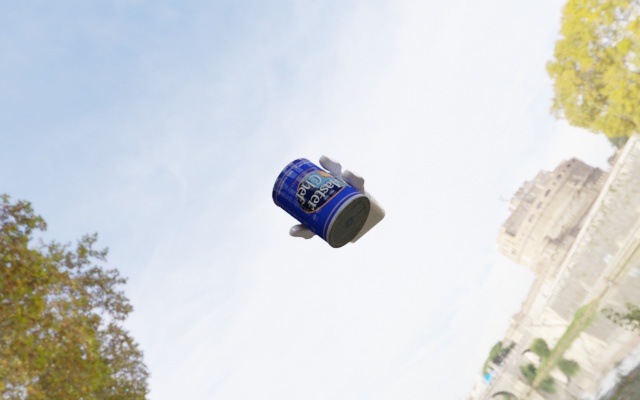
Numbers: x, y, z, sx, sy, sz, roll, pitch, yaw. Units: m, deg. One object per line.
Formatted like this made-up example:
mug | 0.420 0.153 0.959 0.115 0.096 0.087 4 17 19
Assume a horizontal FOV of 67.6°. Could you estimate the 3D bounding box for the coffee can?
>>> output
coffee can | 0.000 0.003 0.823 0.140 0.103 0.103 35 19 30
